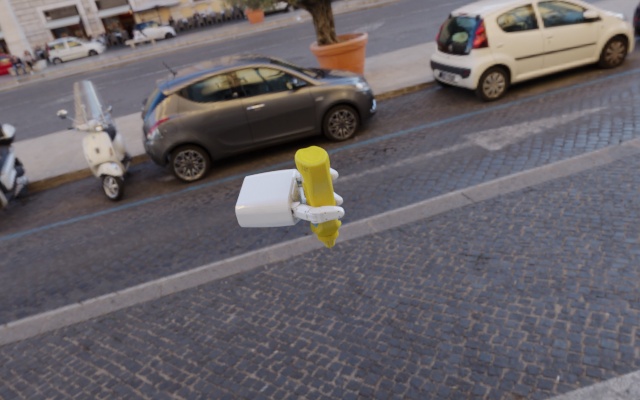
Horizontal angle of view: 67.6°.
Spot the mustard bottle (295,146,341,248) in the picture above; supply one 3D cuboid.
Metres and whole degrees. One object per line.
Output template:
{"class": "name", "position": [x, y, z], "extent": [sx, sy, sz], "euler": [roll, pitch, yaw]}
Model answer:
{"class": "mustard bottle", "position": [0.000, 0.003, 0.881], "extent": [0.058, 0.192, 0.096], "euler": [-16, 26, -9]}
